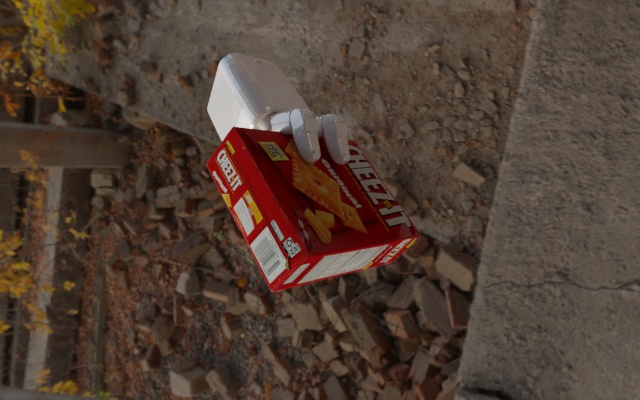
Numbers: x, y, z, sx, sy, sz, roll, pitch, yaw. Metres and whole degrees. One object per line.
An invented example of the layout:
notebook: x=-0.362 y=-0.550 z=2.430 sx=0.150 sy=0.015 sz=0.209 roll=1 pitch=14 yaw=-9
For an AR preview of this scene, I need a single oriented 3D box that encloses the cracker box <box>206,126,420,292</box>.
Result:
cracker box: x=0.000 y=0.002 z=0.550 sx=0.213 sy=0.164 sz=0.072 roll=-3 pitch=-35 yaw=-50
